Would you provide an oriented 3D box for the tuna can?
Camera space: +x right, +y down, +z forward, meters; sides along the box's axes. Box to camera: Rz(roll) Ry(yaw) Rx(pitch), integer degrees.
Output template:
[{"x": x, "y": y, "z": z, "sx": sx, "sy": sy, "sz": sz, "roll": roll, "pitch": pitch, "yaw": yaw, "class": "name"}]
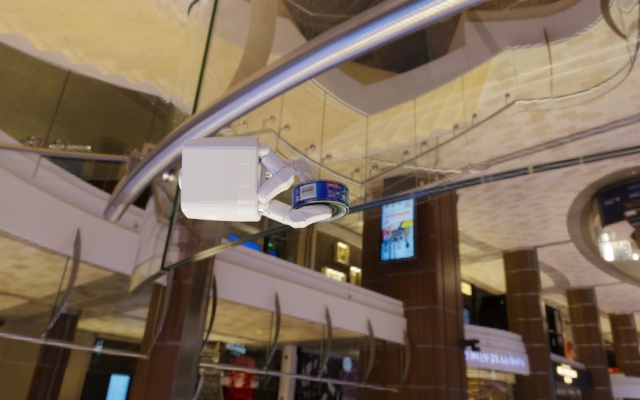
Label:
[{"x": 0.000, "y": 0.003, "z": 0.700, "sx": 0.086, "sy": 0.033, "sz": 0.086, "roll": -2, "pitch": -24, "yaw": -1, "class": "tuna can"}]
